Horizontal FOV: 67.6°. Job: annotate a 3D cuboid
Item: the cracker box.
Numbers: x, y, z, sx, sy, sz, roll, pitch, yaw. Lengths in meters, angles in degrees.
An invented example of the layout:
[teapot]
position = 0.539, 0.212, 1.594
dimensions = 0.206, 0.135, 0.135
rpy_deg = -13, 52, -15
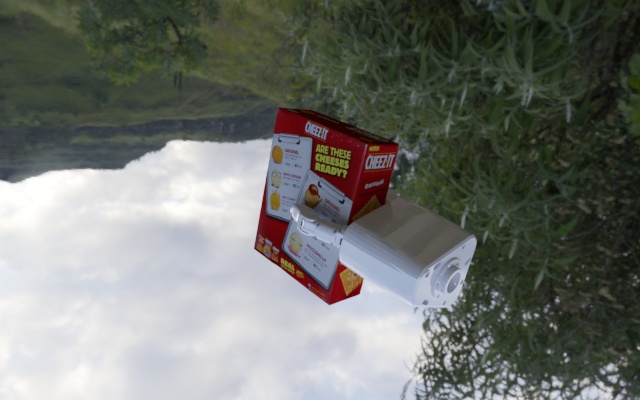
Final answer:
[cracker box]
position = 0.000, 0.002, 0.634
dimensions = 0.072, 0.214, 0.164
rpy_deg = -7, 28, -44
